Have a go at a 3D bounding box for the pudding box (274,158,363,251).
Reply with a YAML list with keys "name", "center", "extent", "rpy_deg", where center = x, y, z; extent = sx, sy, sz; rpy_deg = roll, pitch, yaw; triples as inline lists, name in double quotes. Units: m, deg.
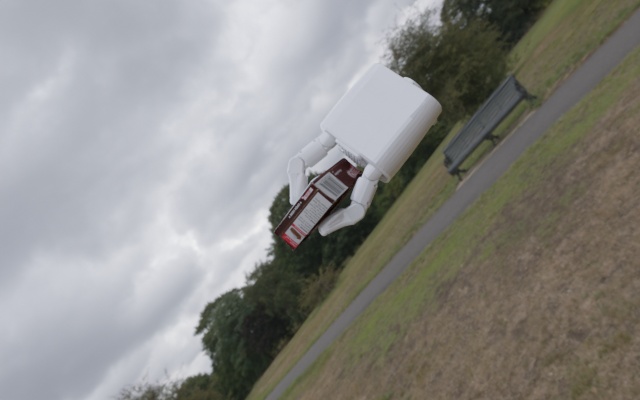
- name: "pudding box"
  center: [0.000, 0.002, 0.595]
  extent: [0.039, 0.090, 0.113]
  rpy_deg: [41, 29, 6]
